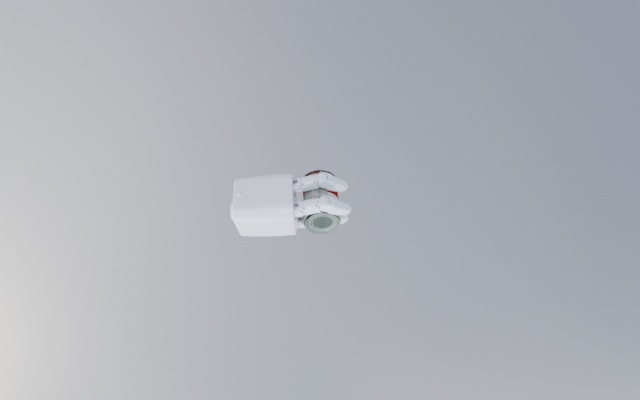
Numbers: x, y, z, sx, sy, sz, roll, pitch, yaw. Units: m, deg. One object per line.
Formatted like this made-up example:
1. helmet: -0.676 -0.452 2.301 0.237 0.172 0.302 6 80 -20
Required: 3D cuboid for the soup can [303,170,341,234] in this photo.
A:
1. soup can: 0.001 0.003 0.887 0.068 0.102 0.069 -3 -39 -2
